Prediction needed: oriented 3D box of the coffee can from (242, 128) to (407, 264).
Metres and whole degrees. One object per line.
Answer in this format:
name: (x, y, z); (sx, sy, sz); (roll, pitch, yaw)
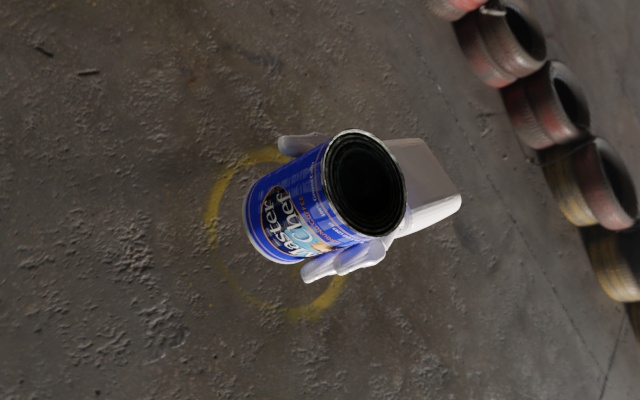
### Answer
coffee can: (0.000, 0.002, 0.477); (0.103, 0.102, 0.140); (0, -15, -39)
